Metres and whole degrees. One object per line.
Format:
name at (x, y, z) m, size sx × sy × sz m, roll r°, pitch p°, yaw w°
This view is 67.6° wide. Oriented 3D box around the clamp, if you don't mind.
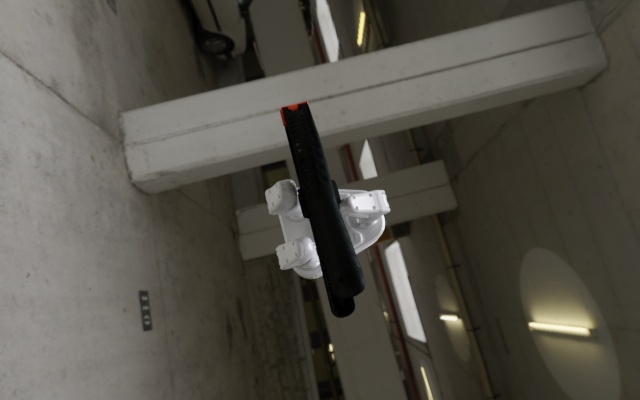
clamp at (0.001, 0.001, 0.426) m, size 0.036 × 0.210 × 0.164 m, roll -14°, pitch -12°, yaw -5°
